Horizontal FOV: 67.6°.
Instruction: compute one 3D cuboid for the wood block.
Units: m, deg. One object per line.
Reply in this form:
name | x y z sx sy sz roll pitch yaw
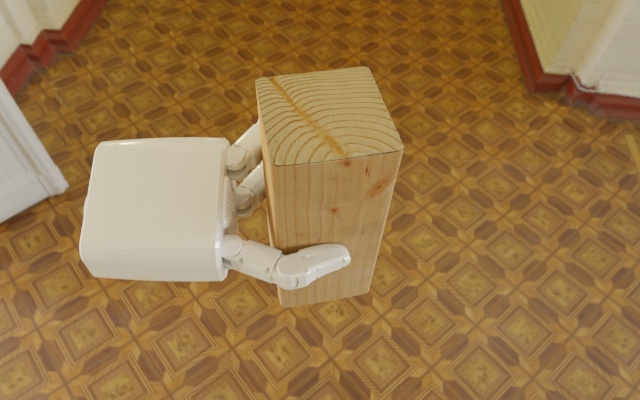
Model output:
wood block | 0.000 0.002 0.412 0.090 0.090 0.206 -8 -37 -8
